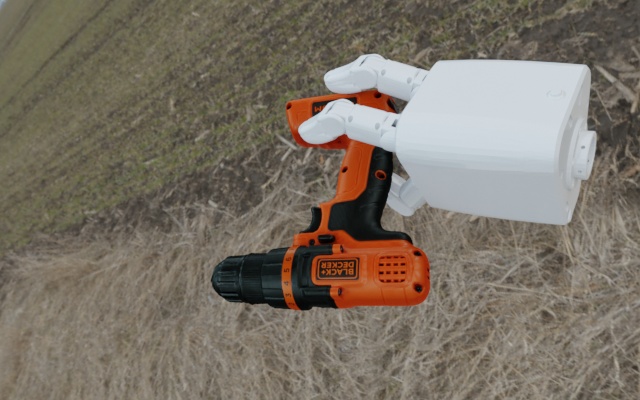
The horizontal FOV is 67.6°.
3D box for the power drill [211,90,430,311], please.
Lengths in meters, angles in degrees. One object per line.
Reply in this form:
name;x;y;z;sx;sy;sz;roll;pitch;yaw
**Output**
power drill;0.000;0.001;0.415;0.184;0.187;0.057;-3;-22;16
